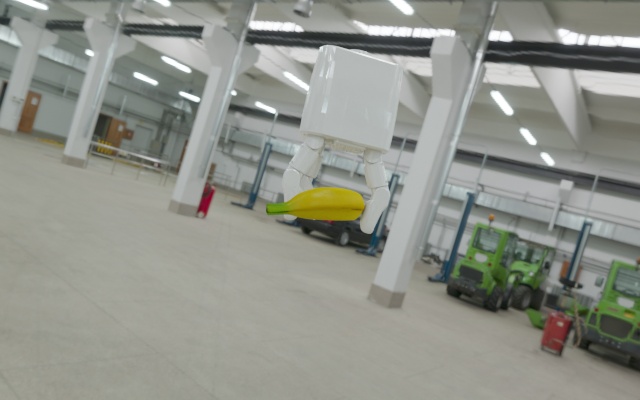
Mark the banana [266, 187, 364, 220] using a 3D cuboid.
[{"bbox_3d":[0.015,0.004,0.561,0.069,0.037,0.198,6,0,25],"label":"banana"}]
